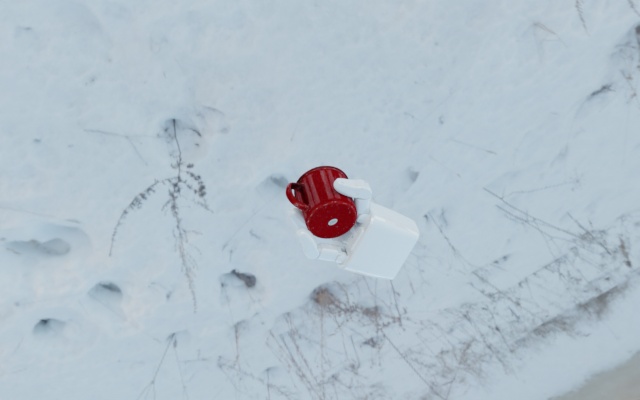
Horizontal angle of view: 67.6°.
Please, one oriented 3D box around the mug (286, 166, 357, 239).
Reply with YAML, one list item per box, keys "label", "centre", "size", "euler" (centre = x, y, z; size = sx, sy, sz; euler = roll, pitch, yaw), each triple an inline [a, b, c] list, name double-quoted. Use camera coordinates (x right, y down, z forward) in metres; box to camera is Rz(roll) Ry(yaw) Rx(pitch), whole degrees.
- label: "mug"
  centre: [-0.001, 0.002, 0.747]
  size: [0.117, 0.093, 0.081]
  euler: [18, 33, -28]
